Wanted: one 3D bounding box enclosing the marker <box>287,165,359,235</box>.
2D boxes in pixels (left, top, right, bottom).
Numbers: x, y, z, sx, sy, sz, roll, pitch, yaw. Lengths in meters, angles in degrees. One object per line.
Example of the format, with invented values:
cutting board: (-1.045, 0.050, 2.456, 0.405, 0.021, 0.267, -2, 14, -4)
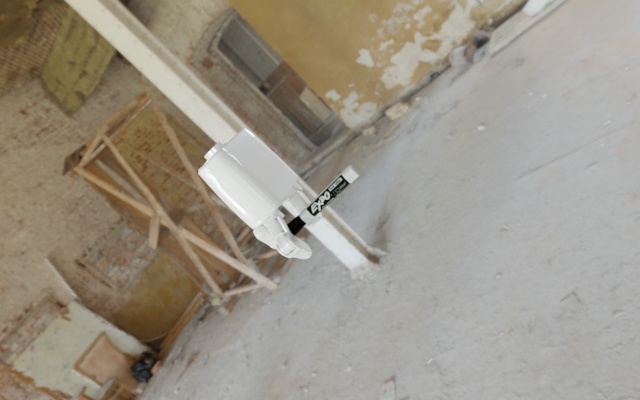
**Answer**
marker: (0.000, 0.002, 0.618, 0.121, 0.020, 0.020, -44, -11, 11)
